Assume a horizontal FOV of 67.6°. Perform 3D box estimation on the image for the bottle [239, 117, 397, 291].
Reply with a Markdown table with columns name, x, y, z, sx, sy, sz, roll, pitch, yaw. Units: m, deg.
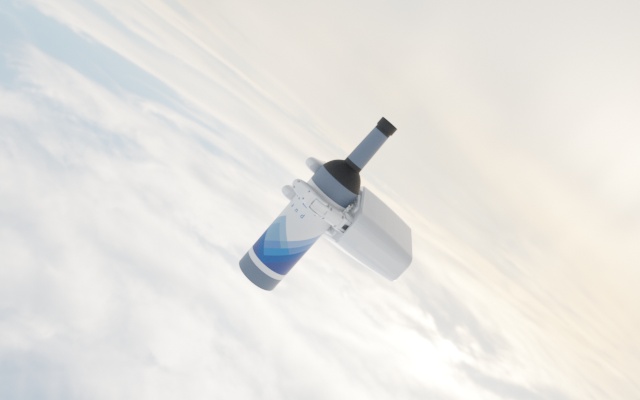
| name | x | y | z | sx | sy | sz | roll | pitch | yaw |
| --- | --- | --- | --- | --- | --- | --- | --- | --- | --- |
| bottle | 0.000 | 0.002 | 0.680 | 0.069 | 0.296 | 0.069 | 39 | 11 | -9 |
